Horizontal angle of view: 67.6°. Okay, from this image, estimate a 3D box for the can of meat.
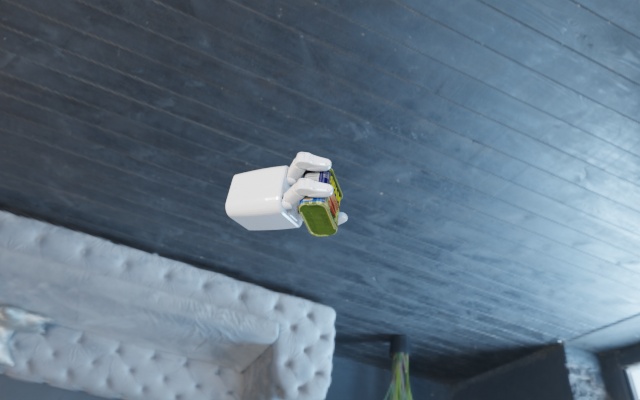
[{"bbox_3d":[0.000,0.003,0.840,0.057,0.084,0.102,-5,-39,16],"label":"can of meat"}]
